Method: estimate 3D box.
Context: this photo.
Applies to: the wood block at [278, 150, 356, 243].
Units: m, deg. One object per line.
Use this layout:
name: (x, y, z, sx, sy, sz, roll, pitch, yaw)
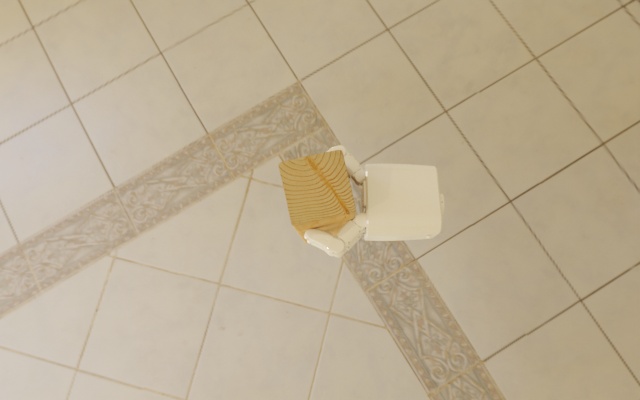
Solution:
wood block: (0.000, 0.002, 0.731, 0.090, 0.090, 0.206, -12, -12, 0)
